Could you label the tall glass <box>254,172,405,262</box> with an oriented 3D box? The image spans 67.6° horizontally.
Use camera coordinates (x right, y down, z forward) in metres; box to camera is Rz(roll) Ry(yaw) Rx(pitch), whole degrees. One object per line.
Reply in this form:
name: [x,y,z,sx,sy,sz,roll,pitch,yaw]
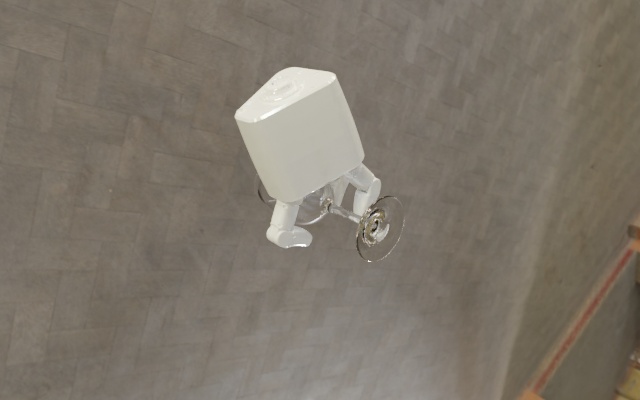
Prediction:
tall glass: [0.001,0.002,0.576,0.079,0.079,0.201,0,16,-43]
